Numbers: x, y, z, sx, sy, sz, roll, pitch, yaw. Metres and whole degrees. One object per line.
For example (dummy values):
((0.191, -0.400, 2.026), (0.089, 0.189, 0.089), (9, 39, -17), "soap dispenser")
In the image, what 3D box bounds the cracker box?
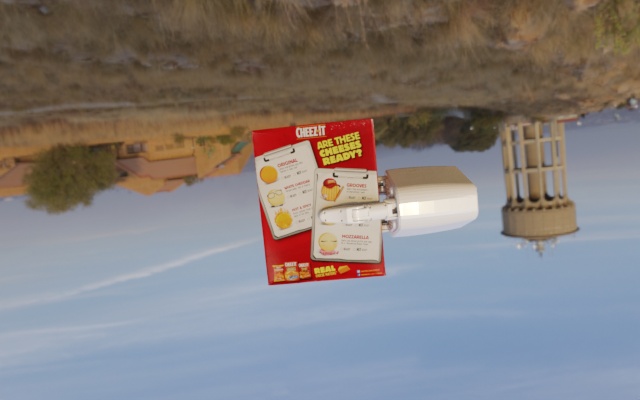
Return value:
((0.000, 0.002, 0.668), (0.164, 0.214, 0.072), (-5, 5, 2), "cracker box")
